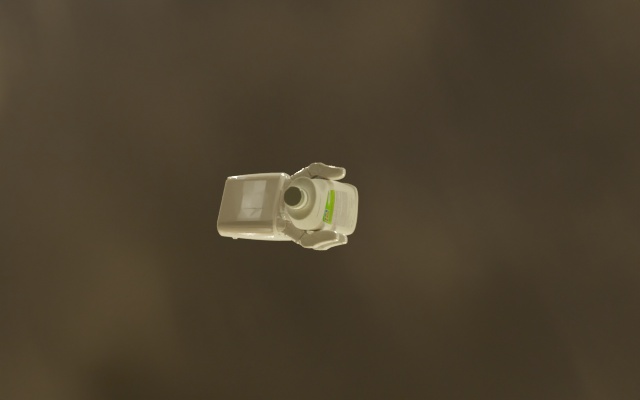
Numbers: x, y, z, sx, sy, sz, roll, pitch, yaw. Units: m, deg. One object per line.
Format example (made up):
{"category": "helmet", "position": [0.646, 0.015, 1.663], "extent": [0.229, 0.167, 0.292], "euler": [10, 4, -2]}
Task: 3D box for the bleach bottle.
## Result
{"category": "bleach bottle", "position": [0.000, 0.003, 0.785], "extent": [0.068, 0.102, 0.251], "euler": [0, -8, 18]}
